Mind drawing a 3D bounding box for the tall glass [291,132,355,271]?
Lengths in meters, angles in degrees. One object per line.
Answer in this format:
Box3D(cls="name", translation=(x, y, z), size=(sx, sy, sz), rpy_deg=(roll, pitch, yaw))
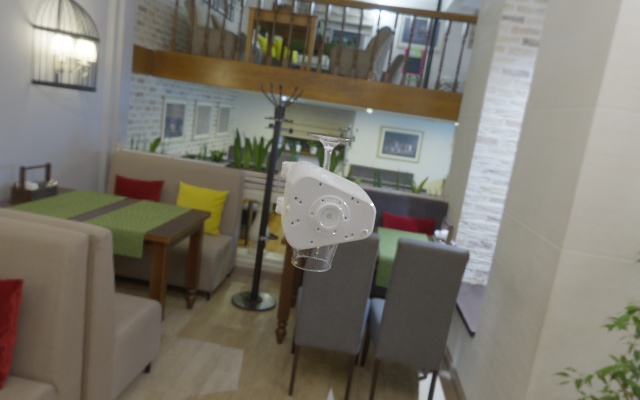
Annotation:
Box3D(cls="tall glass", translation=(0.000, 0.002, 0.720), size=(0.079, 0.201, 0.079), rpy_deg=(8, 11, -2))
